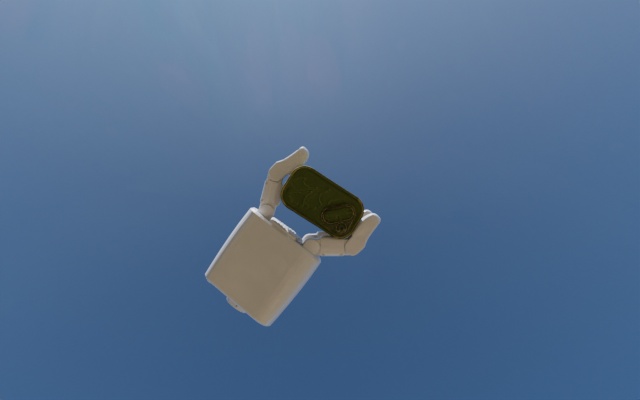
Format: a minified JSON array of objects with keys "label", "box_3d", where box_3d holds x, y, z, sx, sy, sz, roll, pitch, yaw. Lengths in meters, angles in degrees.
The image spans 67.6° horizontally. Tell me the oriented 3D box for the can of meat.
[{"label":"can of meat","box_3d":[0.000,0.002,0.618,0.102,0.057,0.084,32,-1,-3]}]
